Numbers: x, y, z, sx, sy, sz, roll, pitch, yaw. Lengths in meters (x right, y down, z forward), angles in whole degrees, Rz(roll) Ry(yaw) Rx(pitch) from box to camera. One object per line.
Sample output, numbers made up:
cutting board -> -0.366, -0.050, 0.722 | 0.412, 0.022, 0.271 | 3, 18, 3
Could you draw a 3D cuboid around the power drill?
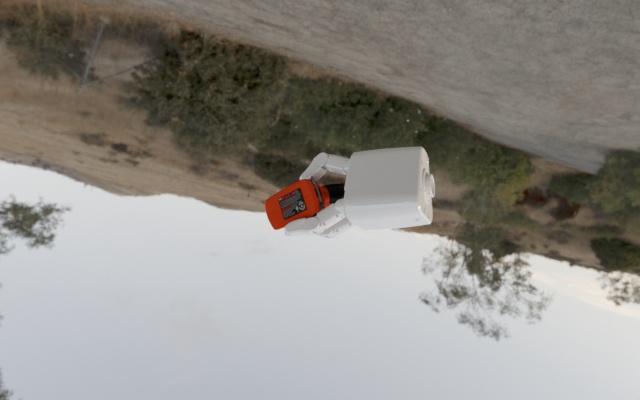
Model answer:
power drill -> 0.000, 0.003, 0.793 | 0.184, 0.057, 0.187 | -28, -11, 39
